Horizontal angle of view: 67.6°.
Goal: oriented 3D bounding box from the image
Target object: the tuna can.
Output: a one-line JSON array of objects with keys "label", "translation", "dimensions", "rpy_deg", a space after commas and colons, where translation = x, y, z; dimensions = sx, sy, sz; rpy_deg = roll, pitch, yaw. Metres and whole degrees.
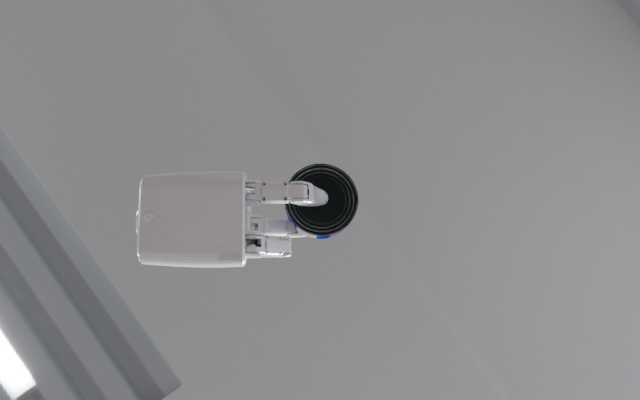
[{"label": "tuna can", "translation": [0.000, 0.002, 0.565], "dimensions": [0.086, 0.086, 0.034], "rpy_deg": [0, -13, -4]}]
